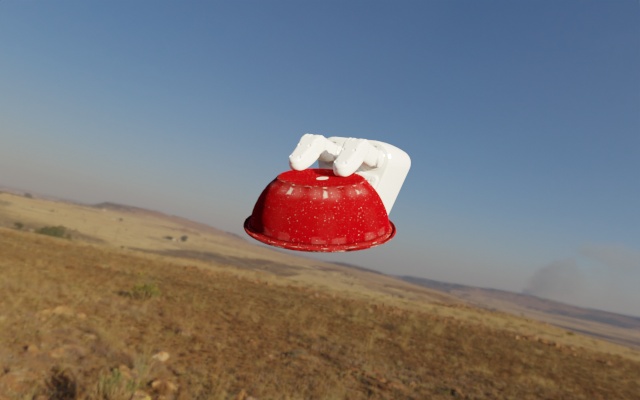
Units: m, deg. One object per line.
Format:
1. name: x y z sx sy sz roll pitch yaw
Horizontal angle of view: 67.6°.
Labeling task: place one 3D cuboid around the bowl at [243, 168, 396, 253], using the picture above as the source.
1. bowl: 0.000 0.002 0.501 0.162 0.055 0.162 2 15 0
